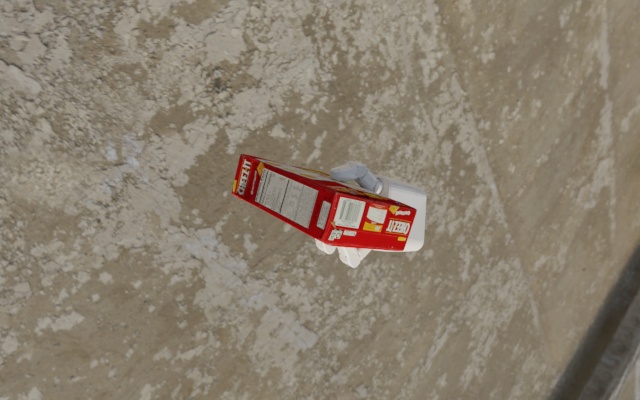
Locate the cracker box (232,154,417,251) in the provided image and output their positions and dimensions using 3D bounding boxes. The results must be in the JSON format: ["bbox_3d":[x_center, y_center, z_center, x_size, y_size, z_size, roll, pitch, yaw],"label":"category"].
[{"bbox_3d":[0.000,0.002,0.677,0.164,0.072,0.213,10,9,-44],"label":"cracker box"}]
